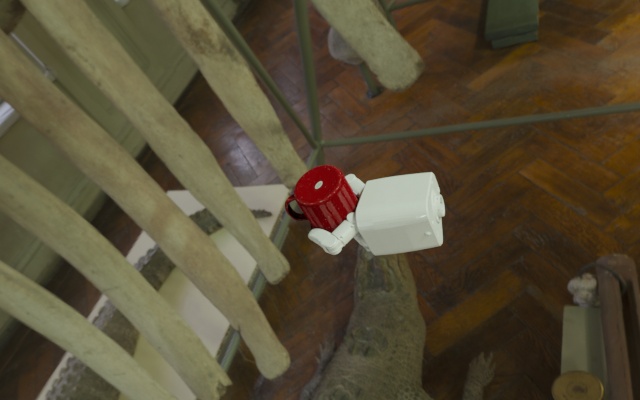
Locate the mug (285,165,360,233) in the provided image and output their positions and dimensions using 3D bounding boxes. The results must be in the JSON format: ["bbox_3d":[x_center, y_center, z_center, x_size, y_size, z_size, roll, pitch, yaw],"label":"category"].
[{"bbox_3d":[-0.001,0.002,0.735,0.117,0.093,0.081,-11,-44,22],"label":"mug"}]
